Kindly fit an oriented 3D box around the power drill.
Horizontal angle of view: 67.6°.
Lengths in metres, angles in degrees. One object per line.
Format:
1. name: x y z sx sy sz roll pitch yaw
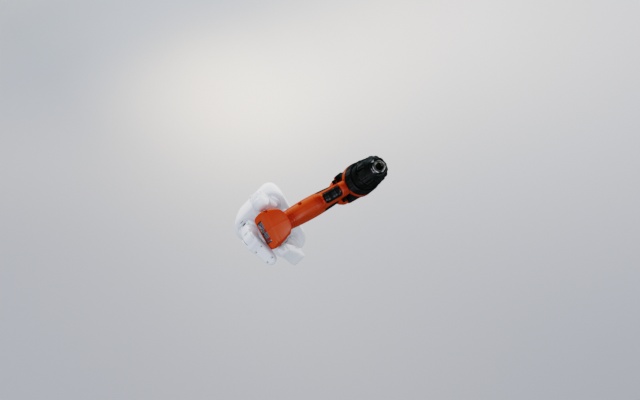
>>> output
1. power drill: 0.000 0.003 0.712 0.187 0.057 0.184 -27 -4 -18
